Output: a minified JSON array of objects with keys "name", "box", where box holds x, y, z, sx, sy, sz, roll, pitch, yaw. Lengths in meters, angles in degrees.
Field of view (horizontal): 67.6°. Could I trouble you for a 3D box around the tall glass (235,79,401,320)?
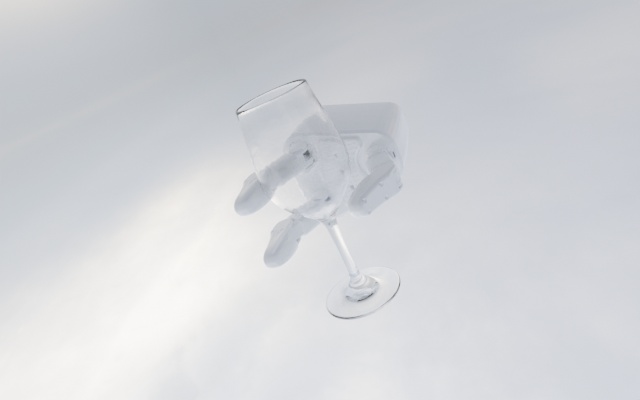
[{"name":"tall glass","box":[0.000,0.002,0.411,0.079,0.201,0.079,-22,21,9]}]
